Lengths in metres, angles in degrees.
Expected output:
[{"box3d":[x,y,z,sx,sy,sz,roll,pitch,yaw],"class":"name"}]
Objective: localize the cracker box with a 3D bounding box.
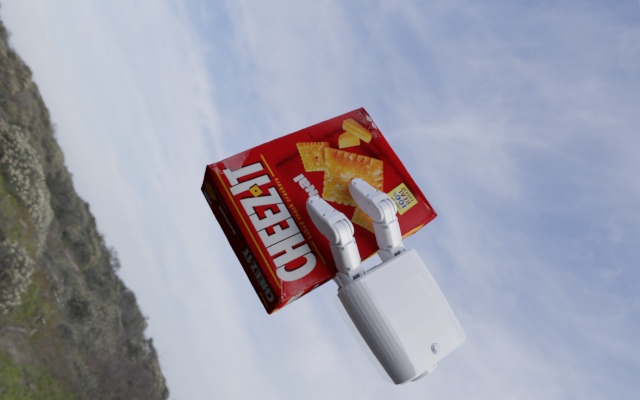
[{"box3d":[0.000,0.002,0.540,0.213,0.164,0.072,-25,-14,-27],"class":"cracker box"}]
